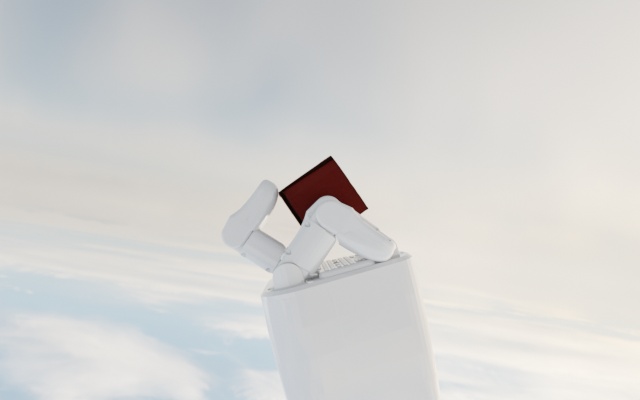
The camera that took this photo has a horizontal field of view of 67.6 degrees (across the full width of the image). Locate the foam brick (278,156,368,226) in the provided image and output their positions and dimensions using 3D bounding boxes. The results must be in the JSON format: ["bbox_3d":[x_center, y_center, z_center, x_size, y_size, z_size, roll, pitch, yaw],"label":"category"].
[{"bbox_3d":[0.000,0.001,0.405,0.053,0.051,0.078,-35,1,-3],"label":"foam brick"}]
